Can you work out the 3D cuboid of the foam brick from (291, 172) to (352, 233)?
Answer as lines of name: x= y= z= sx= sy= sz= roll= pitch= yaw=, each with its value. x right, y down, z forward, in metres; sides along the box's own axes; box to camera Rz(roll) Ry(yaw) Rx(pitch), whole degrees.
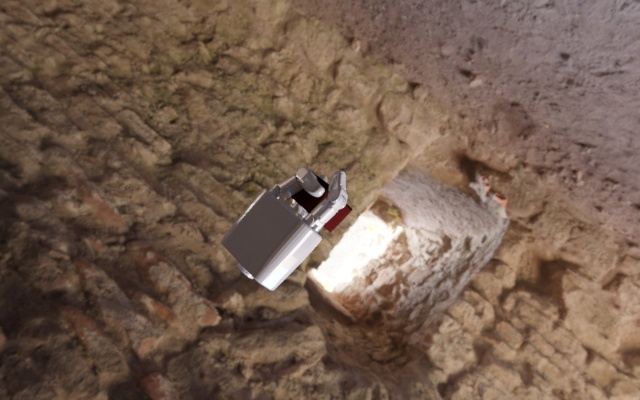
foam brick: x=0.000 y=0.003 z=0.735 sx=0.053 sy=0.051 sz=0.078 roll=38 pitch=-4 yaw=47
